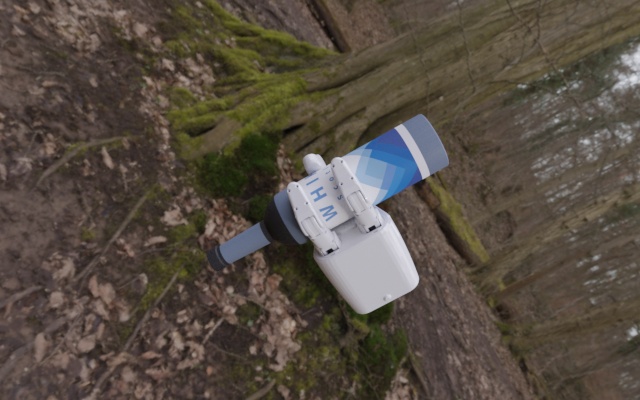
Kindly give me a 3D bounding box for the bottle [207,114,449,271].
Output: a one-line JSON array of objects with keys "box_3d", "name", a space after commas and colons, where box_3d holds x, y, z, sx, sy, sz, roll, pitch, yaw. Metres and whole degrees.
[{"box_3d": [0.000, 0.002, 0.554, 0.296, 0.069, 0.069, -29, -3, 6], "name": "bottle"}]
